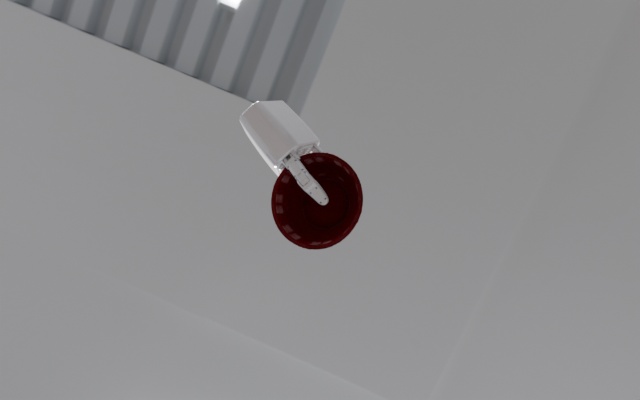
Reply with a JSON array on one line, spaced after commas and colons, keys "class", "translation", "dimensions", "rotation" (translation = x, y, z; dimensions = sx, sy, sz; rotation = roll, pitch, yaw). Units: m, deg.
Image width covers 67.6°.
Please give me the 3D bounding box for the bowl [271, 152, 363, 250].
[{"class": "bowl", "translation": [0.001, 0.004, 0.809], "dimensions": [0.162, 0.162, 0.055], "rotation": [0, -7, 20]}]
